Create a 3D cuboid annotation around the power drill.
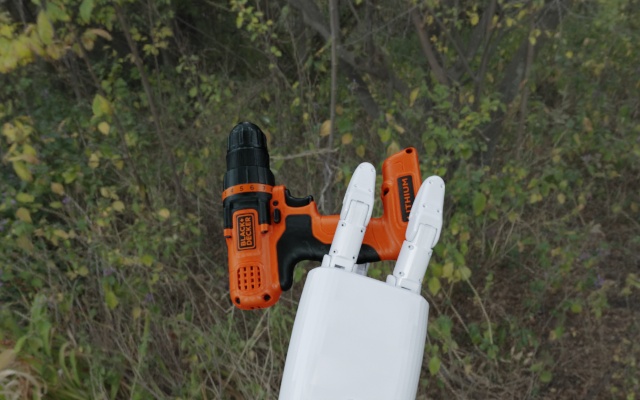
[{"bbox_3d":[0.001,0.002,0.449,0.187,0.184,0.057,-8,-16,7],"label":"power drill"}]
